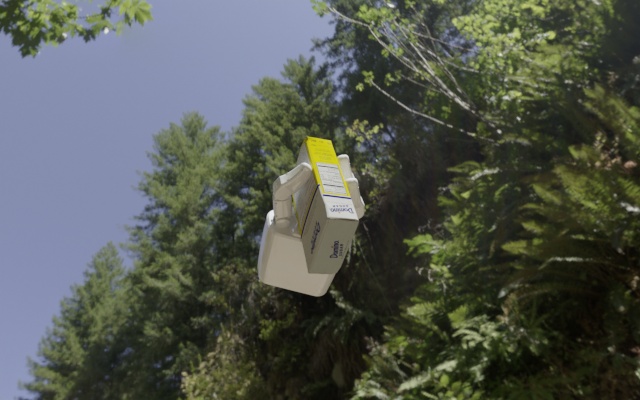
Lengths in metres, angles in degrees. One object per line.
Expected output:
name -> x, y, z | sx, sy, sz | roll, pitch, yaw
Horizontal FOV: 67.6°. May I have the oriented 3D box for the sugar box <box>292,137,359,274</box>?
sugar box -> 0.001, 0.002, 0.626 | 0.048, 0.093, 0.176 | 4, 38, -19
